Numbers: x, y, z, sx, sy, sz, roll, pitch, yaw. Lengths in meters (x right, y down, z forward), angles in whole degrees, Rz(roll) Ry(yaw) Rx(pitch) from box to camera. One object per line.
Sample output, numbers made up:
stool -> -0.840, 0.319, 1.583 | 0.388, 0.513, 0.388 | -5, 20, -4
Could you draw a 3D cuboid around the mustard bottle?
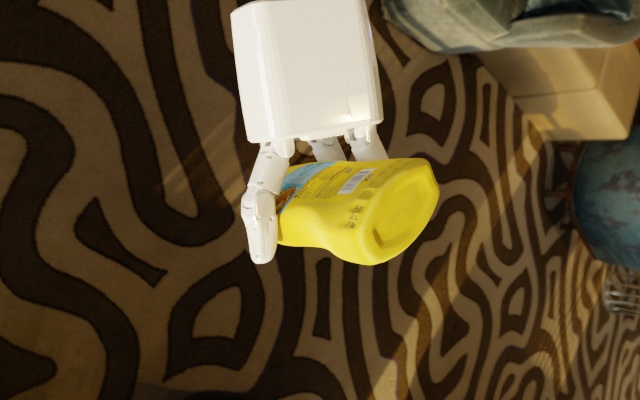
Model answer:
mustard bottle -> 0.000, 0.002, 0.417 | 0.191, 0.058, 0.096 | 5, 42, 50
